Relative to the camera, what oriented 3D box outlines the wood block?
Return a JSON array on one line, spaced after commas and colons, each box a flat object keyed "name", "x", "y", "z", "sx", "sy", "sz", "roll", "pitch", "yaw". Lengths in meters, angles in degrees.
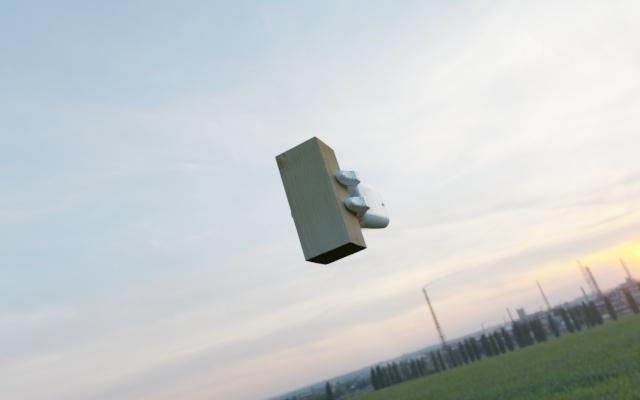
[{"name": "wood block", "x": 0.000, "y": 0.003, "z": 0.870, "sx": 0.091, "sy": 0.206, "sz": 0.090, "roll": -25, "pitch": -21, "yaw": 19}]
